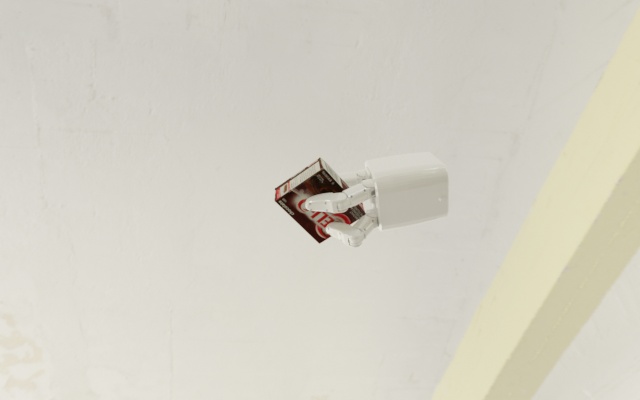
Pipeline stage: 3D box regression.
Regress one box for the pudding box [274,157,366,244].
[{"bbox_3d":[0.000,0.002,0.713,0.090,0.113,0.039,-34,31,17],"label":"pudding box"}]
